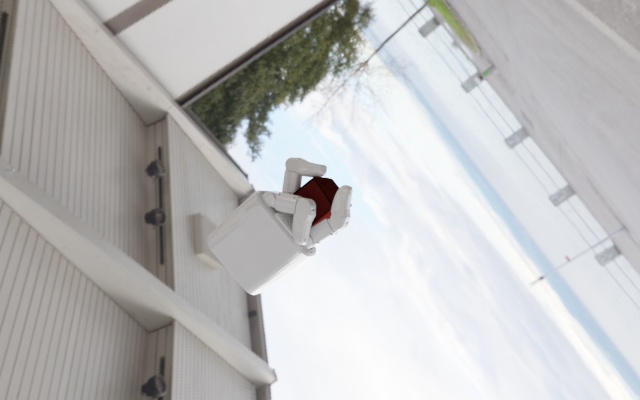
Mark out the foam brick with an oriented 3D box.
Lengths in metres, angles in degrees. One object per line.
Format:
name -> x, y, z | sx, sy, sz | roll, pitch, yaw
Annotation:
foam brick -> 0.000, 0.002, 0.678 | 0.051, 0.053, 0.078 | -39, -14, 17
